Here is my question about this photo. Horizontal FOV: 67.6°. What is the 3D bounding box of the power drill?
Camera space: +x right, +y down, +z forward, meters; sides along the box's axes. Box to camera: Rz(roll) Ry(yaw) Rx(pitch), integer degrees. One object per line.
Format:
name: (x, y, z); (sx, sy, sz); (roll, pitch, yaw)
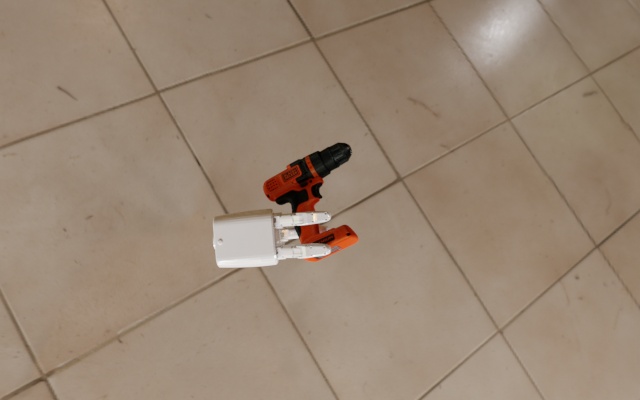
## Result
power drill: (0.000, 0.003, 0.871); (0.184, 0.187, 0.057); (-28, -24, 14)
